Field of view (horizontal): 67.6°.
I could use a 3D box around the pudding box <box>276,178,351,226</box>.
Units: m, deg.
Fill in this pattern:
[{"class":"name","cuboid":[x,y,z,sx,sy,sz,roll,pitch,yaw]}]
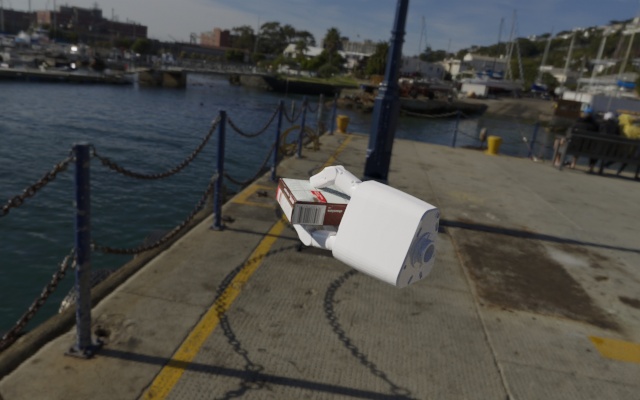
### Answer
[{"class":"pudding box","cuboid":[0.000,0.002,0.704,0.113,0.039,0.090,5,22,-22]}]
